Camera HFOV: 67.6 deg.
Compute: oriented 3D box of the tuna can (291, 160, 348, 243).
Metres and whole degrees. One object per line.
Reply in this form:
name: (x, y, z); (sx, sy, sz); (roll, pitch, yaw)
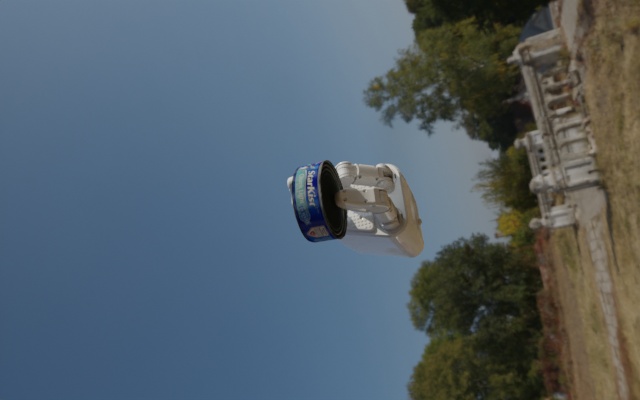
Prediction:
tuna can: (0.000, 0.002, 0.514); (0.034, 0.086, 0.086); (-11, -3, 18)
